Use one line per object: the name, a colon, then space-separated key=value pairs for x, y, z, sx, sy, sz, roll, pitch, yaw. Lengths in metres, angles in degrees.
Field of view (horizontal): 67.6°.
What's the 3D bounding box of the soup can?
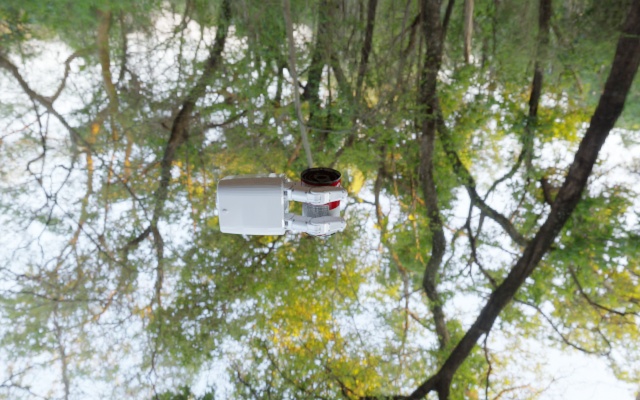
soup can: x=0.001 y=0.003 z=0.813 sx=0.068 sy=0.102 sz=0.068 roll=0 pitch=25 yaw=0
